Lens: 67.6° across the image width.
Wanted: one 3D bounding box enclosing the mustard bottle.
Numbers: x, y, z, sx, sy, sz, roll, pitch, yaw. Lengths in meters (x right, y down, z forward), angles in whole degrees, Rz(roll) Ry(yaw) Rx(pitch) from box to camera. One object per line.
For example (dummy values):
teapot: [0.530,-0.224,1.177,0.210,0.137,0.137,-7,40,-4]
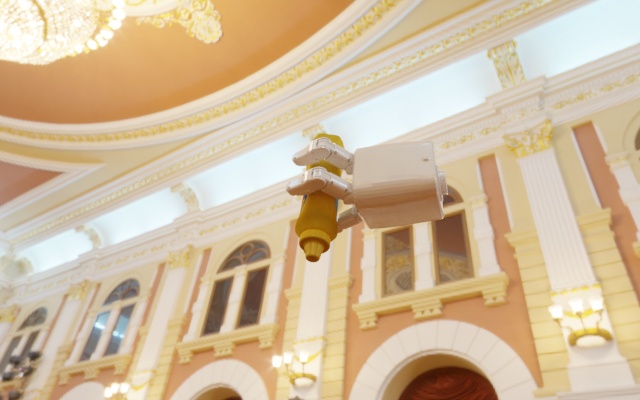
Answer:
mustard bottle: [0.000,0.002,0.666,0.058,0.191,0.096,9,-40,-2]
